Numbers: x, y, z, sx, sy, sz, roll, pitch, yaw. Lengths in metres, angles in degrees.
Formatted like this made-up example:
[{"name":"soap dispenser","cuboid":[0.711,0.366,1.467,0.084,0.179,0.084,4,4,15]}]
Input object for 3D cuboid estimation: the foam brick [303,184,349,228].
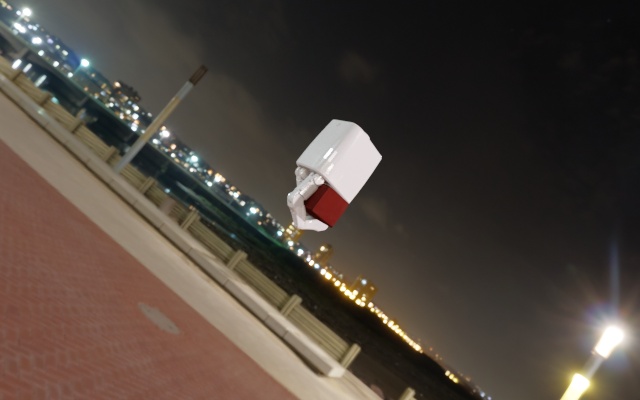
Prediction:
[{"name":"foam brick","cuboid":[0.000,0.003,0.808,0.053,0.051,0.078,42,-8,-30]}]
